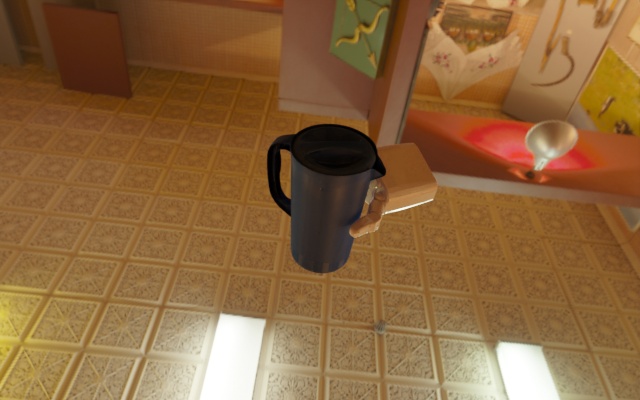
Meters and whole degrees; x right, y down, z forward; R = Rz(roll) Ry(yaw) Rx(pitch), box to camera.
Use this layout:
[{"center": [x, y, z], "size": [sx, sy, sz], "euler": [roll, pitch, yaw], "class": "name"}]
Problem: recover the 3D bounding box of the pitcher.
[{"center": [0.000, 0.003, 0.791], "size": [0.145, 0.243, 0.149], "euler": [-15, 46, -23], "class": "pitcher"}]
